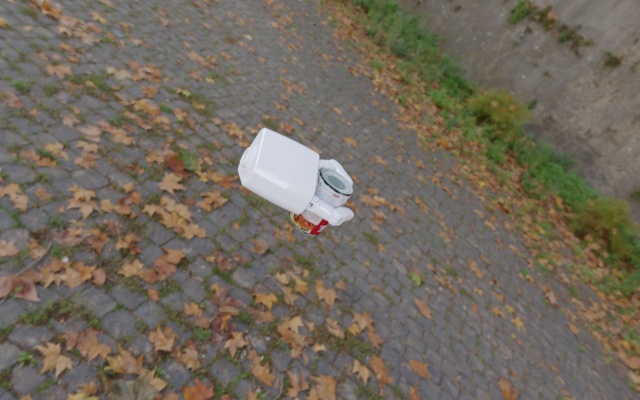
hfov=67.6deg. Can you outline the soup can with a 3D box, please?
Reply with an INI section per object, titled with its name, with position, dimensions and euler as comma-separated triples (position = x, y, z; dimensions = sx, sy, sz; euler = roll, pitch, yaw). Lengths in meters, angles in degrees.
[soup can]
position = 0.001, 0.003, 0.820
dimensions = 0.068, 0.102, 0.068
euler = 29, 28, -17
